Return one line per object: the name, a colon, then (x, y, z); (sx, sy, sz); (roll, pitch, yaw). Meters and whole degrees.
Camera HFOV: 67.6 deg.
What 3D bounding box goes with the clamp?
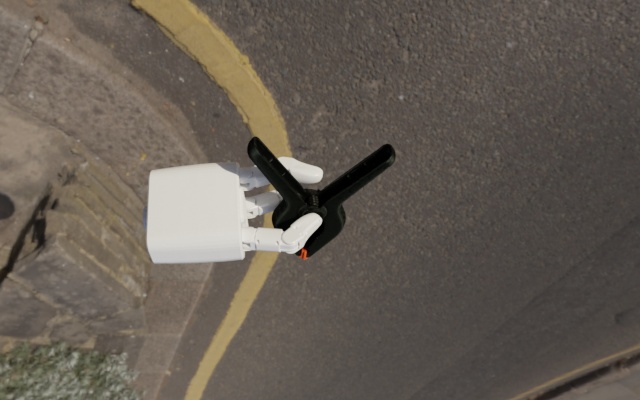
clamp: (0.000, 0.003, 0.589); (0.164, 0.036, 0.210); (-2, -41, -4)
